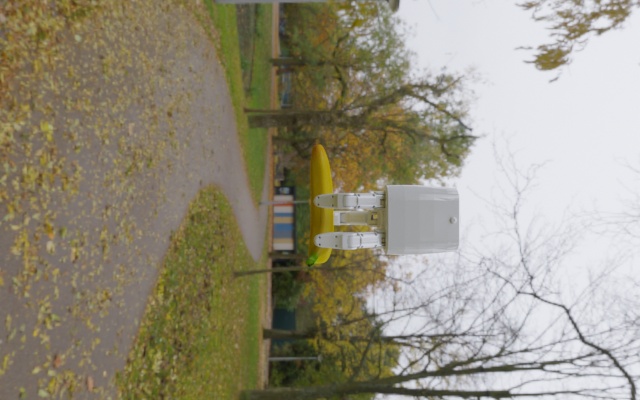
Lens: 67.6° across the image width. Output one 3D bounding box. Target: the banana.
[{"bbox_3d":[0.001,0.013,0.726,0.037,0.197,0.070,-1,-25,4],"label":"banana"}]
